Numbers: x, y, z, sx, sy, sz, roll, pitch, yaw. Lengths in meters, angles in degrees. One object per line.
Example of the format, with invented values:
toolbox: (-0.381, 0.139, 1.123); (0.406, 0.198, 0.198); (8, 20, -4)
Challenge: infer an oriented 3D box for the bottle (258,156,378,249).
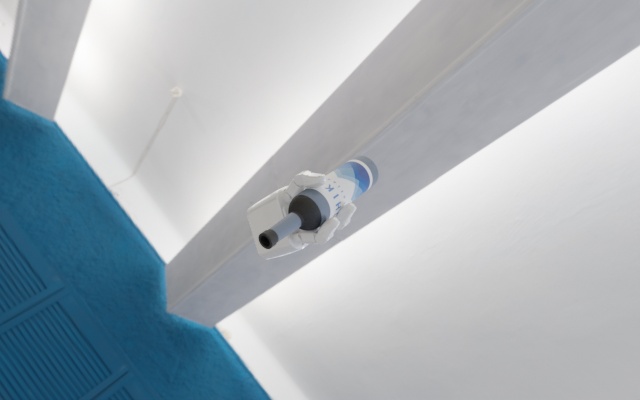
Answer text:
bottle: (0.000, 0.003, 0.825); (0.069, 0.069, 0.295); (0, 24, 39)
